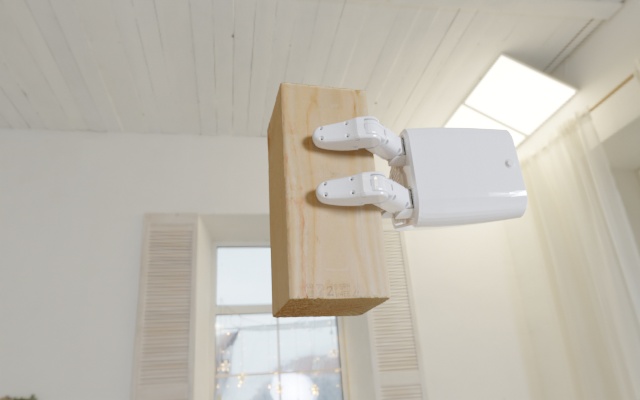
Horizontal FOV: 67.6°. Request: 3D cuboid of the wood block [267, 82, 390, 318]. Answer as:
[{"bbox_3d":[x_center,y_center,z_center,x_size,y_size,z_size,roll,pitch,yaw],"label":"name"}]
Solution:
[{"bbox_3d":[0.000,0.002,0.462,0.090,0.206,0.091,2,-24,-14],"label":"wood block"}]
